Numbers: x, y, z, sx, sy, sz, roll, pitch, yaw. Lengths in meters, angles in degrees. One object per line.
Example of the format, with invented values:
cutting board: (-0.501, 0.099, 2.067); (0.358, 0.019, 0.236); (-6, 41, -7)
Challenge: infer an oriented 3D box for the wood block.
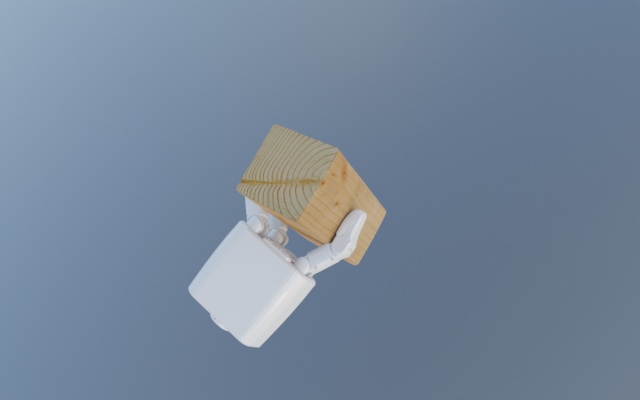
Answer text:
wood block: (0.000, 0.002, 0.595); (0.091, 0.090, 0.206); (26, -8, 28)
